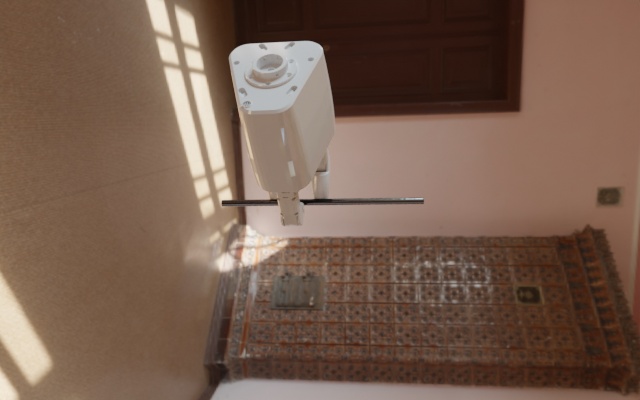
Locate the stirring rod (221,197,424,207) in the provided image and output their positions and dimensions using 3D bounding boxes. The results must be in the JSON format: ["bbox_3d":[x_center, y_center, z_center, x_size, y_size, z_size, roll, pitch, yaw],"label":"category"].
[{"bbox_3d":[0.000,0.002,0.567,0.239,0.011,0.011,-1,0,7],"label":"stirring rod"}]
